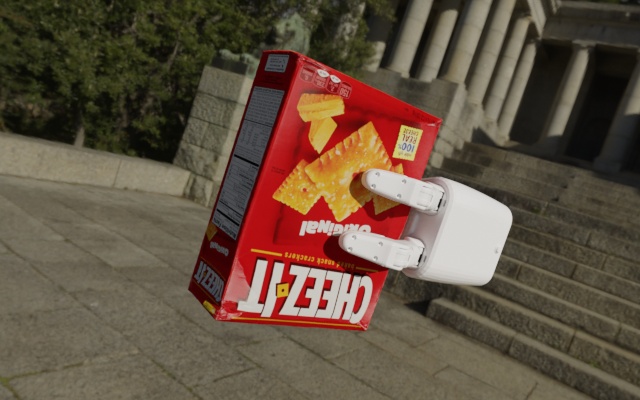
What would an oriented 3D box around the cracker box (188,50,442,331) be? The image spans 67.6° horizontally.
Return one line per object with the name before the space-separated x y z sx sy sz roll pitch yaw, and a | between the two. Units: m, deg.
cracker box | 0.000 0.001 0.419 0.164 0.214 0.072 15 6 -36
